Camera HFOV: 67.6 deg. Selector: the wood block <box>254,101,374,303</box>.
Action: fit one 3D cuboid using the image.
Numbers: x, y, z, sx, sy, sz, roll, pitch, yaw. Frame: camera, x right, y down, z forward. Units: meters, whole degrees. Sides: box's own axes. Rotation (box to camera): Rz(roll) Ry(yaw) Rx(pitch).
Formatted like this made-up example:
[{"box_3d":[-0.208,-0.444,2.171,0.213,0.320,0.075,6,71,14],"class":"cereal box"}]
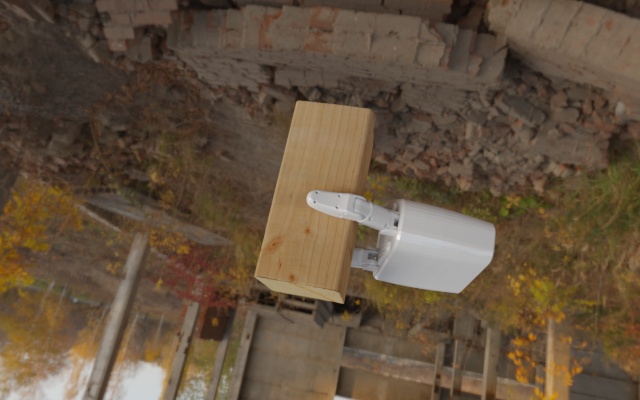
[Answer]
[{"box_3d":[0.000,0.002,0.546,0.090,0.206,0.091,9,-18,9],"class":"wood block"}]
